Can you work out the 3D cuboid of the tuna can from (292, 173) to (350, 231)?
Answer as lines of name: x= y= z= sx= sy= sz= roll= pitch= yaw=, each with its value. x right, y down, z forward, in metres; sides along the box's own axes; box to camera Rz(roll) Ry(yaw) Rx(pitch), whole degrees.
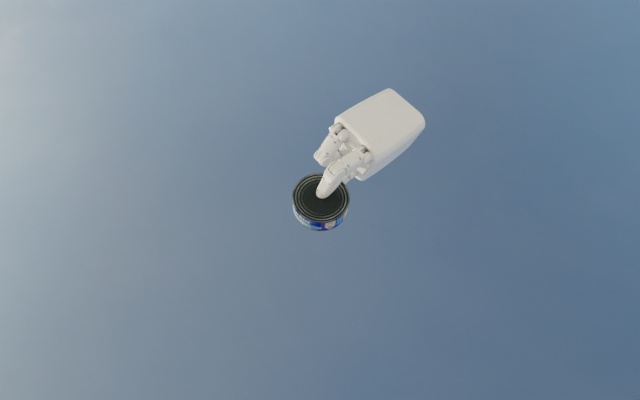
tuna can: x=0.000 y=0.003 z=0.722 sx=0.086 sy=0.086 sz=0.034 roll=0 pitch=-30 yaw=-3
